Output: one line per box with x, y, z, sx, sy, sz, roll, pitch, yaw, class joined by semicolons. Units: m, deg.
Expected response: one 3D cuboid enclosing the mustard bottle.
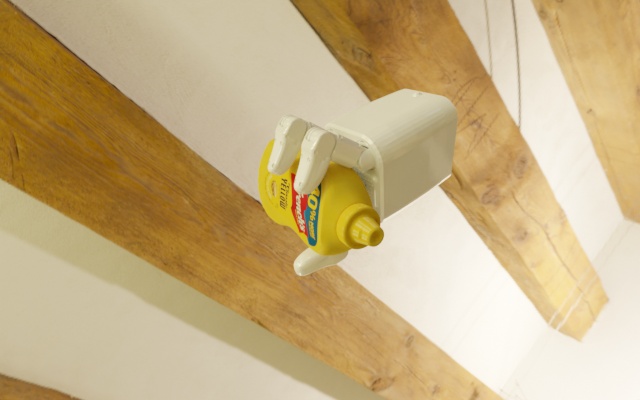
0.000;0.002;0.482;0.058;0.096;0.191;-5;21;-31;mustard bottle
